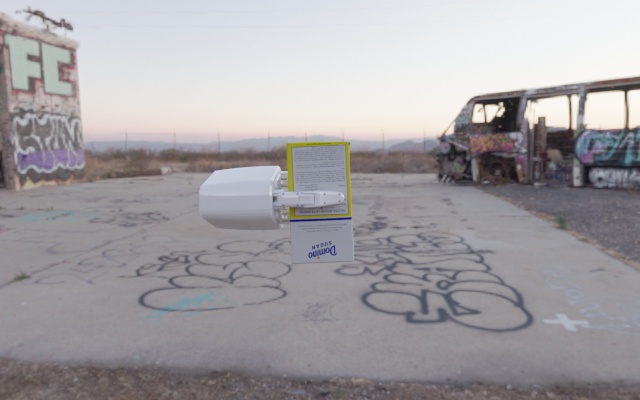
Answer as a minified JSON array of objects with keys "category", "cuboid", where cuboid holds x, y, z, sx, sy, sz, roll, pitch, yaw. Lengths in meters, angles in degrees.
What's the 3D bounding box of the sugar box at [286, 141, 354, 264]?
[{"category":"sugar box","cuboid":[0.000,0.002,0.705,0.093,0.176,0.048,-2,4,1]}]
